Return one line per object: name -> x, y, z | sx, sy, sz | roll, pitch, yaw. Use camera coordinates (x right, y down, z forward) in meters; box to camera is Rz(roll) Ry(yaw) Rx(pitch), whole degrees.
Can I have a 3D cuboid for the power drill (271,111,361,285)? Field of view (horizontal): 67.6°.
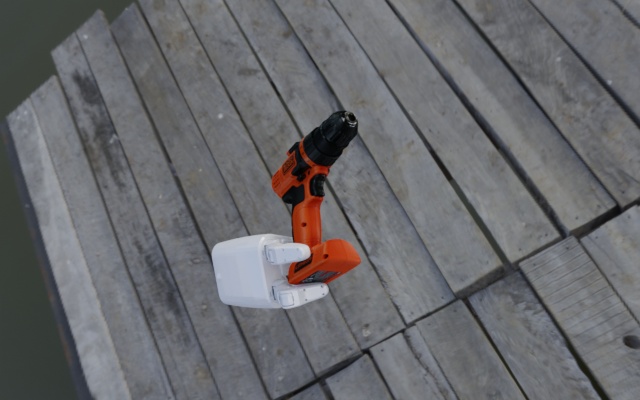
power drill -> 0.000, 0.003, 0.605 | 0.057, 0.187, 0.184 | 9, -31, -28
